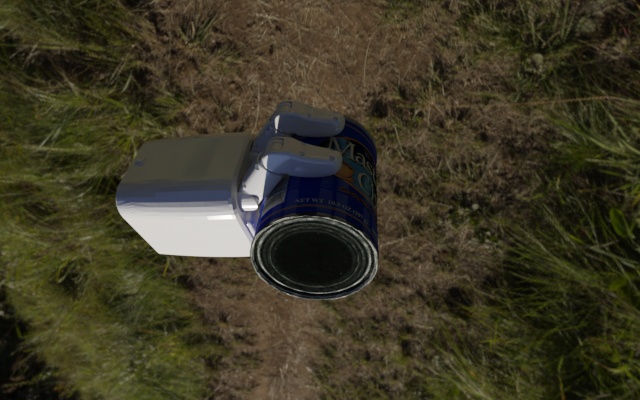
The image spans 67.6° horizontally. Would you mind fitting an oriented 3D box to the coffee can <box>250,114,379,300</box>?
[{"bbox_3d":[0.000,0.001,0.427,0.103,0.103,0.140,0,42,6],"label":"coffee can"}]
